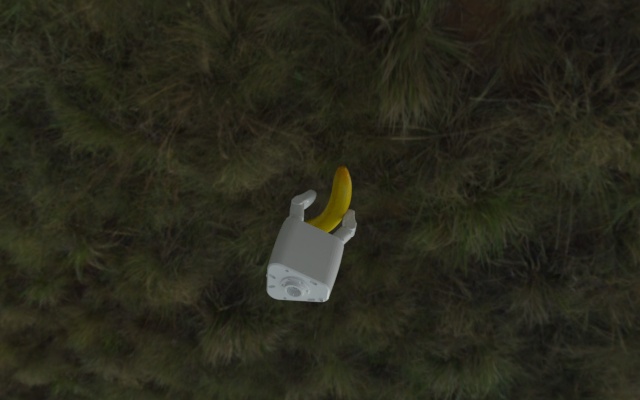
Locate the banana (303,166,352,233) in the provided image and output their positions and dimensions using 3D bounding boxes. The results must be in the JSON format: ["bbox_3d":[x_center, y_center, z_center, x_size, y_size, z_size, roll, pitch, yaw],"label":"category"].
[{"bbox_3d":[0.014,0.015,0.898,0.069,0.037,0.198,35,-48,-7],"label":"banana"}]
